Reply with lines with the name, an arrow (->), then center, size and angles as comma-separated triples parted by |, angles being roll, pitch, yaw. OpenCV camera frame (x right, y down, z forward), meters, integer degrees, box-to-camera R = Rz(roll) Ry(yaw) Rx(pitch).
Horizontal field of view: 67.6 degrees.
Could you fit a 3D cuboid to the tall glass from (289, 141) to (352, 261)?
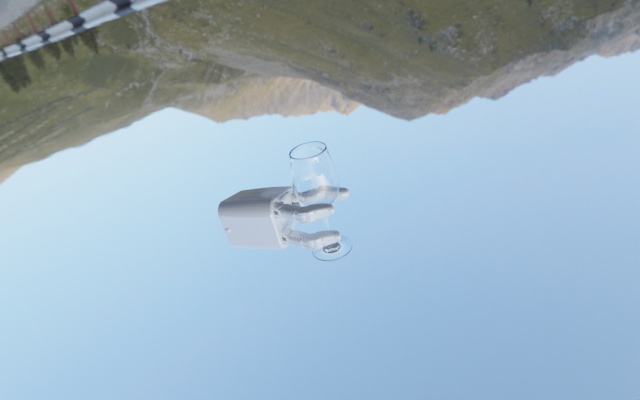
tall glass -> 0.000, 0.003, 0.813 | 0.079, 0.201, 0.079 | -10, 31, 6
